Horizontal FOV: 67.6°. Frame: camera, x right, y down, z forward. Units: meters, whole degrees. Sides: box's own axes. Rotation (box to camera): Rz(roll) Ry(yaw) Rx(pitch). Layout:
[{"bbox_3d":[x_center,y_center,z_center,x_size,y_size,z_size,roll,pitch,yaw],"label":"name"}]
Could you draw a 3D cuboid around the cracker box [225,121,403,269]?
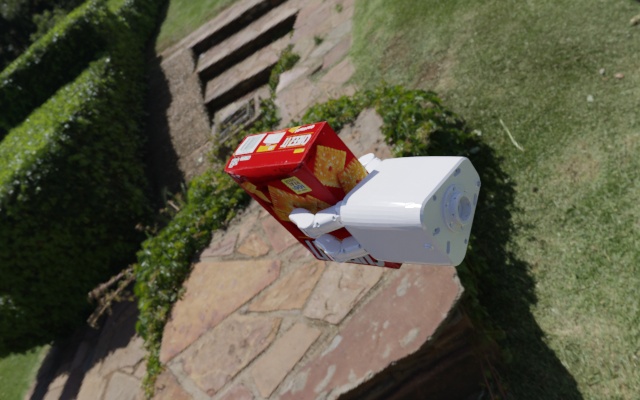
[{"bbox_3d":[0.000,0.002,0.627,0.164,0.072,0.214,0,-39,48],"label":"cracker box"}]
